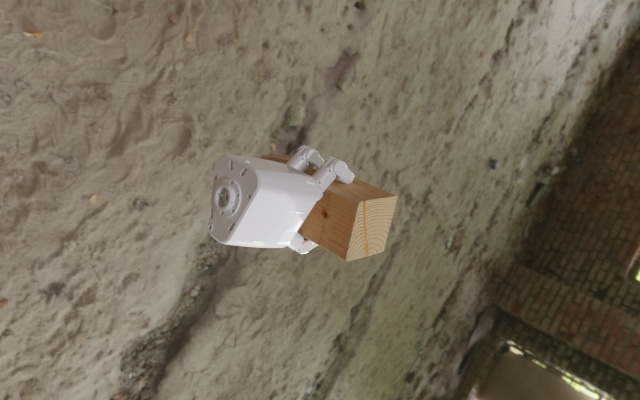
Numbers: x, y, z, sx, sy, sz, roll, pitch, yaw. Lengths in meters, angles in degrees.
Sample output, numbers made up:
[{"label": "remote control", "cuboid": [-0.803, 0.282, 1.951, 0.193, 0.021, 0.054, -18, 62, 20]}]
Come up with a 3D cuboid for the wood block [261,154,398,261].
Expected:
[{"label": "wood block", "cuboid": [0.000, 0.003, 0.723, 0.090, 0.091, 0.206, -8, 26, -45]}]
